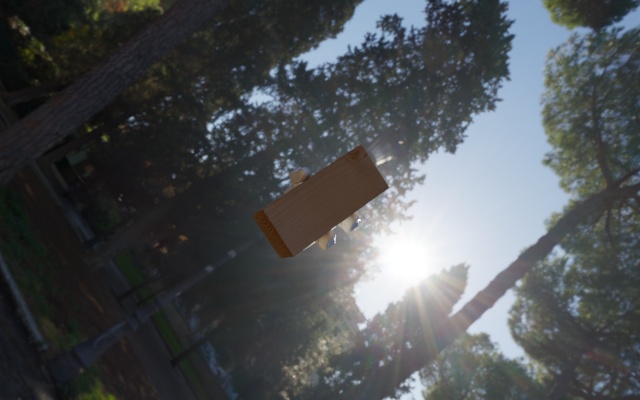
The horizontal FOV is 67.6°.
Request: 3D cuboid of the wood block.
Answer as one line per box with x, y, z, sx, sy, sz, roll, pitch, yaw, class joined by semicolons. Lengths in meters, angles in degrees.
0.000;0.002;0.813;0.206;0.091;0.090;-35;3;-20;wood block
